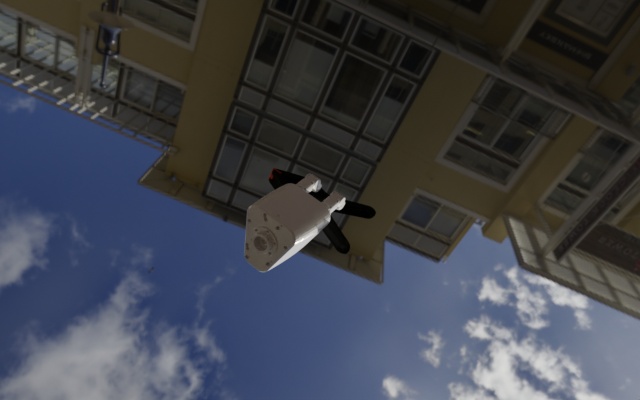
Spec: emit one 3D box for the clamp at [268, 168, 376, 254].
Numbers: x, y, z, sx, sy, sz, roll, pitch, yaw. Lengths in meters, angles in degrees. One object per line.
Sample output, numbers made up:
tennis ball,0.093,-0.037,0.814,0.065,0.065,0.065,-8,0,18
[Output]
clamp,-0.001,0.003,0.882,0.210,0.036,0.164,36,31,14
